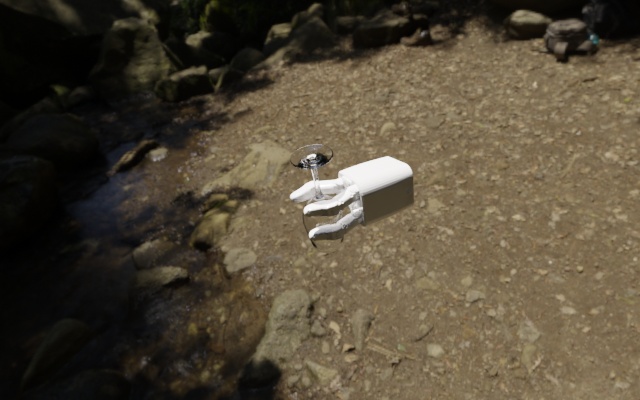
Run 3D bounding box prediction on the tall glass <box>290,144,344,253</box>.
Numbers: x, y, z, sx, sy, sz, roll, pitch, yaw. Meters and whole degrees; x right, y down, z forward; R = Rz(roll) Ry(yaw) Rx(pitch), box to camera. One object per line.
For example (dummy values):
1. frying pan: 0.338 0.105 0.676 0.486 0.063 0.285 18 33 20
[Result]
1. tall glass: 0.000 0.002 0.865 0.079 0.201 0.079 -7 37 5
